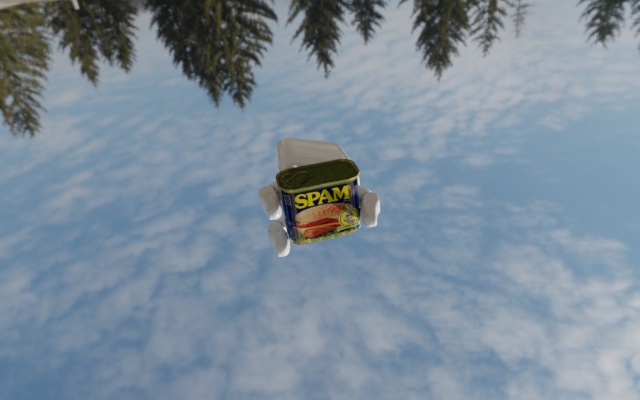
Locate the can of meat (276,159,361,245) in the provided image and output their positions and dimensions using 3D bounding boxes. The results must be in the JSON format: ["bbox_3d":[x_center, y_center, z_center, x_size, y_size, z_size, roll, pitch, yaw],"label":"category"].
[{"bbox_3d":[0.000,0.002,0.608,0.102,0.084,0.057,-11,31,-8],"label":"can of meat"}]
